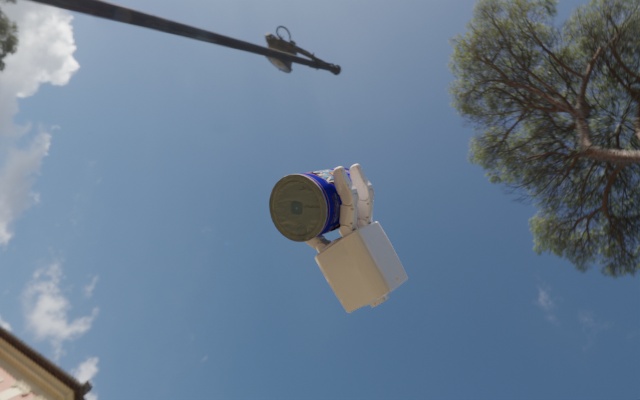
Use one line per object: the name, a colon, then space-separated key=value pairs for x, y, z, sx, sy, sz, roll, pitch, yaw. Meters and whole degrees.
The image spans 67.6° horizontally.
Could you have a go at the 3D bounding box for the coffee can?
coffee can: x=0.000 y=0.002 z=0.768 sx=0.103 sy=0.103 sz=0.140 roll=0 pitch=8 yaw=32
